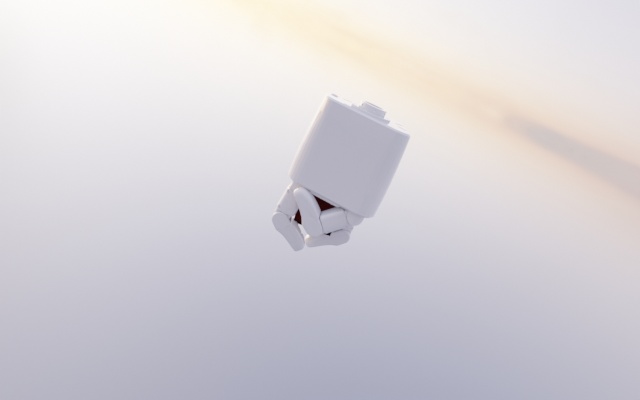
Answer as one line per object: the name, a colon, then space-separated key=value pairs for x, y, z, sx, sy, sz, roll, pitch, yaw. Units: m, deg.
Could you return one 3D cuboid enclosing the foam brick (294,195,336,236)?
foam brick: x=0.000 y=0.002 z=0.624 sx=0.053 sy=0.051 sz=0.078 roll=22 pitch=18 yaw=-6
